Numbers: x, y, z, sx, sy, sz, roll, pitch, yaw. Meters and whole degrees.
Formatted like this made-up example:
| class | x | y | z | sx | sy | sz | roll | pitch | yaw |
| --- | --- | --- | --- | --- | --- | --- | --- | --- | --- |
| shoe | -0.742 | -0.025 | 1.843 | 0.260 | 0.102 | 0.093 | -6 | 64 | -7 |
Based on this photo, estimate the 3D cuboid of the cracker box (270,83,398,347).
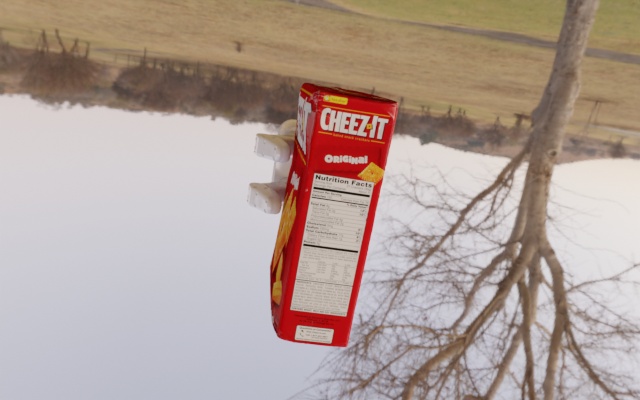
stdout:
| class | x | y | z | sx | sy | sz | roll | pitch | yaw |
| --- | --- | --- | --- | --- | --- | --- | --- | --- | --- |
| cracker box | 0.000 | 0.002 | 0.456 | 0.072 | 0.214 | 0.164 | 8 | 14 | -9 |
